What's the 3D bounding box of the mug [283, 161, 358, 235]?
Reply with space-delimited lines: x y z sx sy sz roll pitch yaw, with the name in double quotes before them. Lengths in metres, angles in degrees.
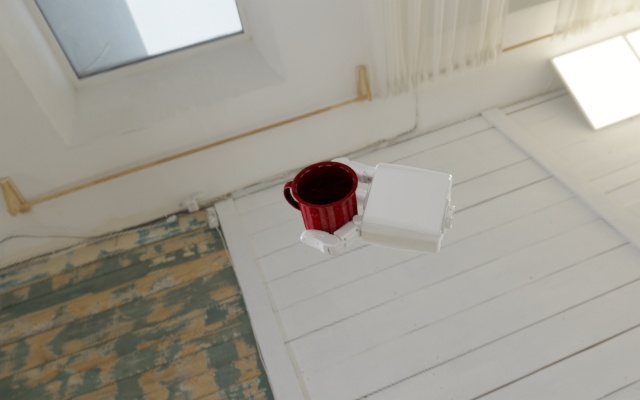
"mug" -0.001 0.002 0.688 0.117 0.082 0.093 10 49 21
